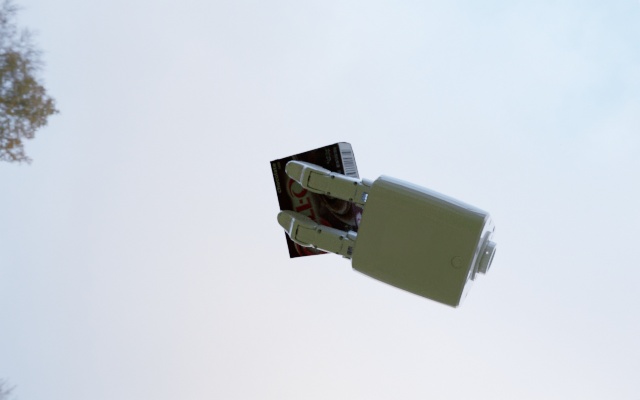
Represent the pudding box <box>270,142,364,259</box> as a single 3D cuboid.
[{"bbox_3d":[0.000,0.002,0.511,0.090,0.113,0.039,-12,-1,31],"label":"pudding box"}]
